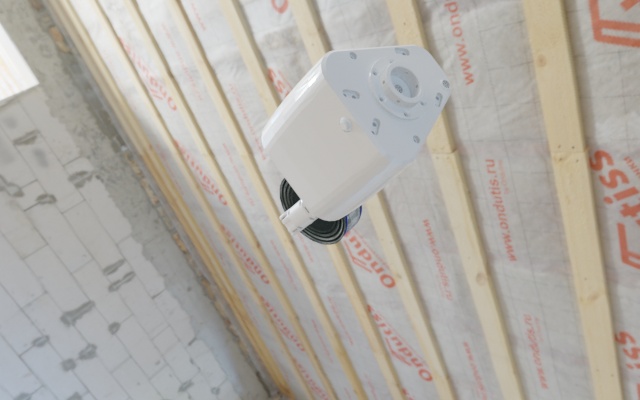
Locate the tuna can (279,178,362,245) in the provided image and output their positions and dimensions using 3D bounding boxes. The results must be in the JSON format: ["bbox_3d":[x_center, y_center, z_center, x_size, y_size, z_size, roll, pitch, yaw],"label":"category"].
[{"bbox_3d":[0.000,0.001,0.496,0.086,0.086,0.033,0,30,45],"label":"tuna can"}]
